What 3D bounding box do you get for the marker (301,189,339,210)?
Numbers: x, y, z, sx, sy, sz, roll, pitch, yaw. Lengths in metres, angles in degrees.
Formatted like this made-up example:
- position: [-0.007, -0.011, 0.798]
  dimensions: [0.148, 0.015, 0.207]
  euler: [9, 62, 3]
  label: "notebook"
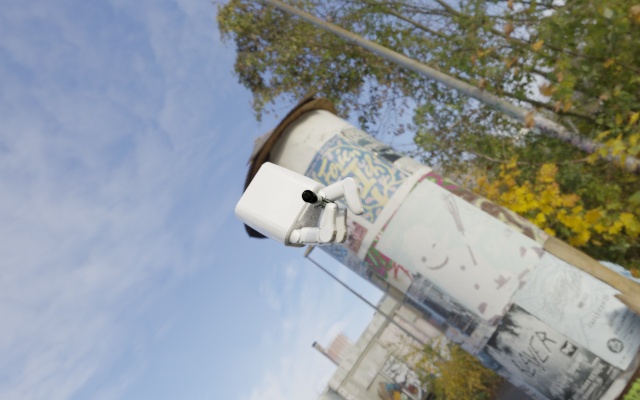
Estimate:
- position: [0.000, 0.002, 0.713]
  dimensions: [0.020, 0.020, 0.121]
  euler: [0, -9, 20]
  label: "marker"
